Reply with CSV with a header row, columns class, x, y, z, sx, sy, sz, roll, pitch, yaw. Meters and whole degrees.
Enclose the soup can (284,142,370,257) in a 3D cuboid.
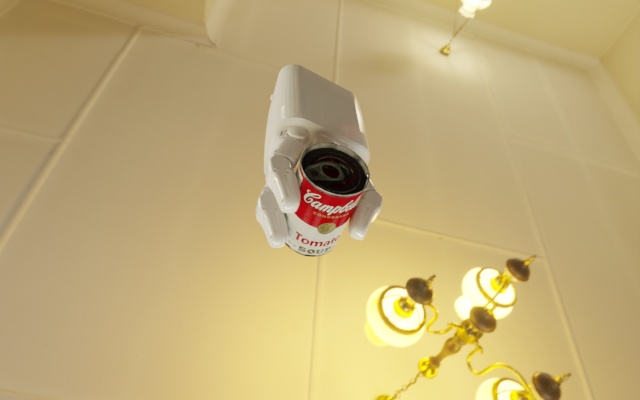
class,x,y,z,sx,sy,sz,roll,pitch,yaw
soup can,0.000,0.002,0.480,0.068,0.068,0.102,0,-40,-21
